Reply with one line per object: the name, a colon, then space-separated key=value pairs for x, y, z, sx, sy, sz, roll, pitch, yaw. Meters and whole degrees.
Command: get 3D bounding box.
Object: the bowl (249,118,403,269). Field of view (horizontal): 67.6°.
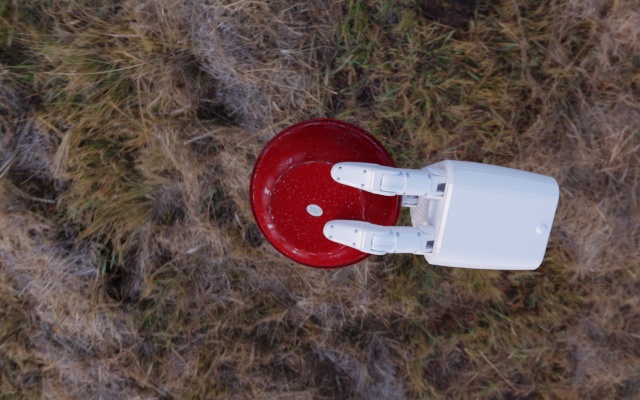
bowl: x=-0.001 y=0.002 z=0.474 sx=0.162 sy=0.162 sz=0.055 roll=0 pitch=14 yaw=9
